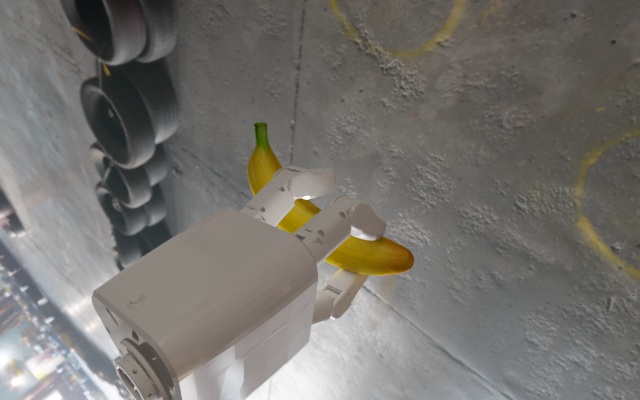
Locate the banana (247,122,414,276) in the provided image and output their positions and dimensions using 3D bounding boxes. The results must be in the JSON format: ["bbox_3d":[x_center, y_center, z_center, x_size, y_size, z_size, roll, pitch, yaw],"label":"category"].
[{"bbox_3d":[-0.007,0.012,0.424,0.197,0.070,0.037,41,46,23],"label":"banana"}]
